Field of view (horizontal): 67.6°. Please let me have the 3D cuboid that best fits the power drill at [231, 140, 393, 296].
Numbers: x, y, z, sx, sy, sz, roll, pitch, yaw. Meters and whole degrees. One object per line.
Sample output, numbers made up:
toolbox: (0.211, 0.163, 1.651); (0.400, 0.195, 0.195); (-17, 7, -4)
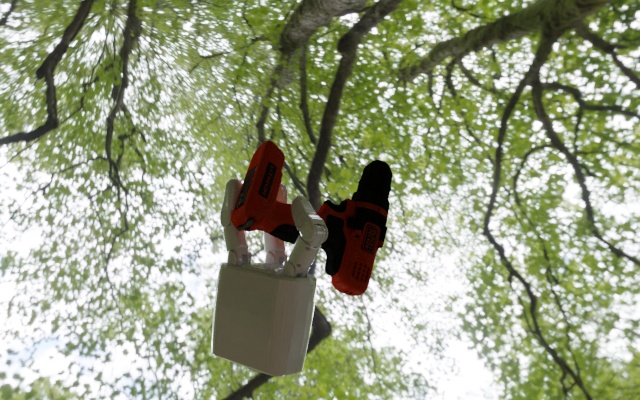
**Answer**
power drill: (0.000, 0.002, 0.580); (0.188, 0.184, 0.057); (25, -26, -19)
